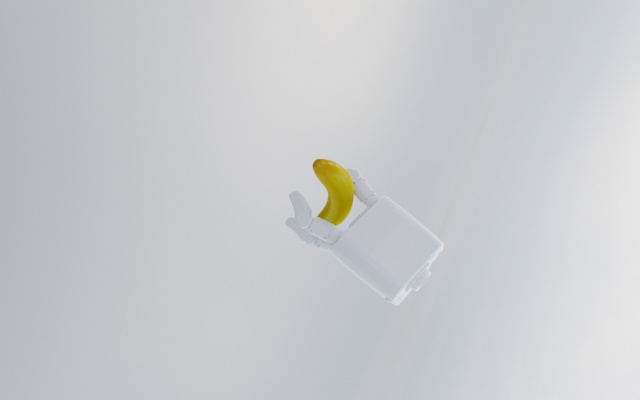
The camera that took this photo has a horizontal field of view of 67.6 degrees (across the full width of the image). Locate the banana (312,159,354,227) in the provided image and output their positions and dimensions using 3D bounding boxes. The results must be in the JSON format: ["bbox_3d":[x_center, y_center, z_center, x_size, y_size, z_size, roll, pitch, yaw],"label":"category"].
[{"bbox_3d":[0.016,-0.003,0.676,0.069,0.037,0.198,-22,-26,-18],"label":"banana"}]
